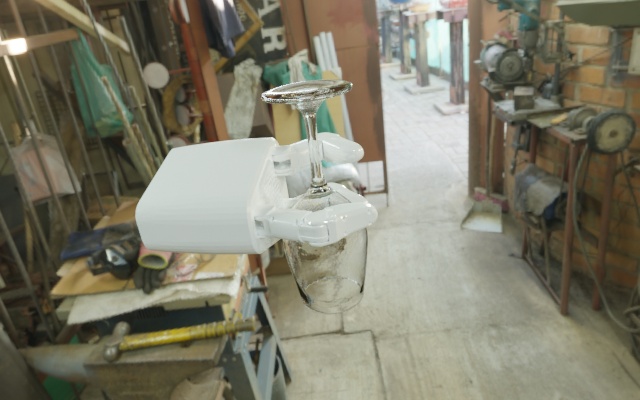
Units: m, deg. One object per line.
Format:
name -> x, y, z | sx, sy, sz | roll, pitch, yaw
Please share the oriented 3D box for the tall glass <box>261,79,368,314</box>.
tall glass -> 0.000, 0.001, 0.423 | 0.079, 0.201, 0.079 | -6, 24, 3
